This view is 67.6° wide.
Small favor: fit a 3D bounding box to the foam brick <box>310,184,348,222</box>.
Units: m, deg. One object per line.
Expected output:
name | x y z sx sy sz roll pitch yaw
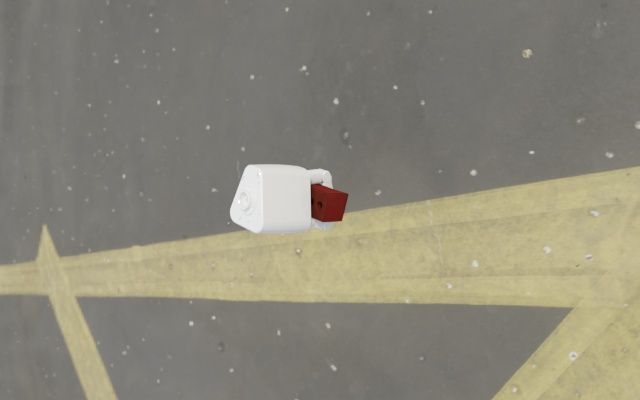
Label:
foam brick | 0.000 0.003 0.844 0.051 0.053 0.078 0 15 -45
